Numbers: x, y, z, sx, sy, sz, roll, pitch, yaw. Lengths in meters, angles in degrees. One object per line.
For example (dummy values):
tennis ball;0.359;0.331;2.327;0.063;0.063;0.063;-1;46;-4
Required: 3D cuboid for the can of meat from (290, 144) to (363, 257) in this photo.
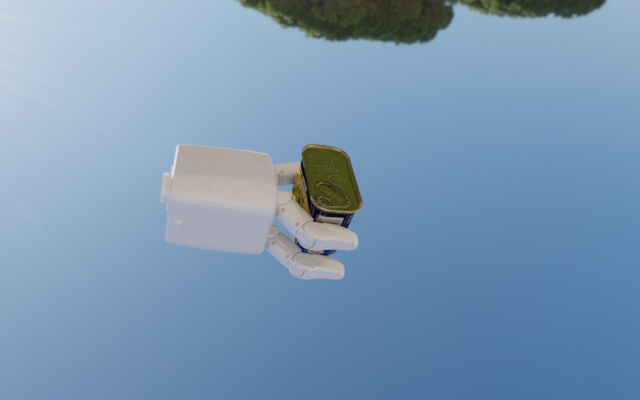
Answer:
can of meat;0.000;0.002;0.538;0.057;0.102;0.084;5;-45;-19
